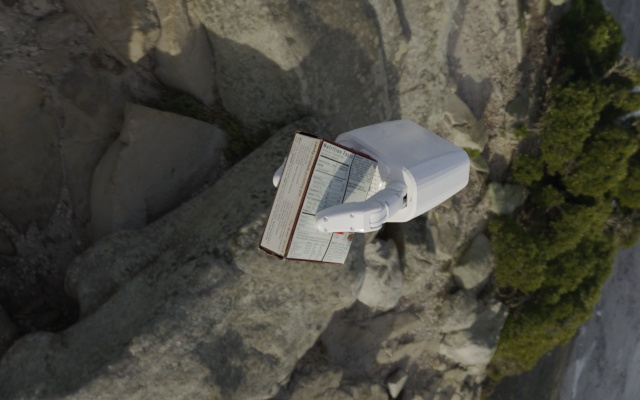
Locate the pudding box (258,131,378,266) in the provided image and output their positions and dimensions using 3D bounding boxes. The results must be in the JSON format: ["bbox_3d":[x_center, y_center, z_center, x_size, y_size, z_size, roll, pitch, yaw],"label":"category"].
[{"bbox_3d":[0.000,0.002,0.443,0.039,0.113,0.090,19,3,41],"label":"pudding box"}]
